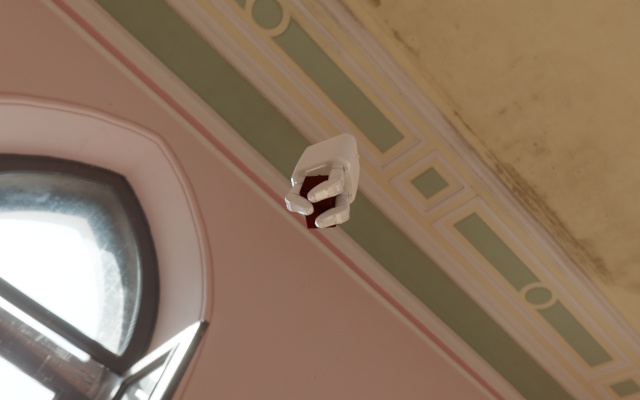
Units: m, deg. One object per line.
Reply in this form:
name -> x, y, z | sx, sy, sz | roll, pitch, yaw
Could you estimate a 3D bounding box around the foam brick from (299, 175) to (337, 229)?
foam brick -> 0.000, 0.003, 0.827 | 0.053, 0.078, 0.051 | -2, 33, 14
